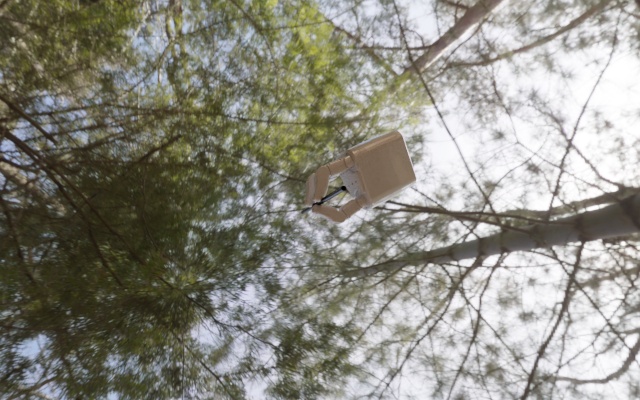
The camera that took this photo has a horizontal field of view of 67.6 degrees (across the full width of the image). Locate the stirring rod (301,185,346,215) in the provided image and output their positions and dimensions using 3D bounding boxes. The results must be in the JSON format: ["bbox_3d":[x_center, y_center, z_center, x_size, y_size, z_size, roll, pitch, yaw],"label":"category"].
[{"bbox_3d":[0.000,0.003,0.802,0.011,0.011,0.239,0,-10,-16],"label":"stirring rod"}]
